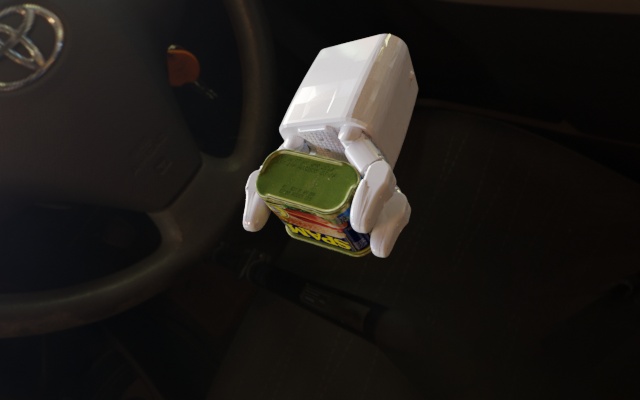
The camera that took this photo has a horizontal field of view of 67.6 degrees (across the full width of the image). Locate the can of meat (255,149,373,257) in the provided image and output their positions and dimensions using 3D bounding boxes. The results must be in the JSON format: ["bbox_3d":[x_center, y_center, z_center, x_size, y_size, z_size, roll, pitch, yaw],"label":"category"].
[{"bbox_3d":[0.000,0.001,0.440,0.102,0.057,0.084,15,-22,29],"label":"can of meat"}]
